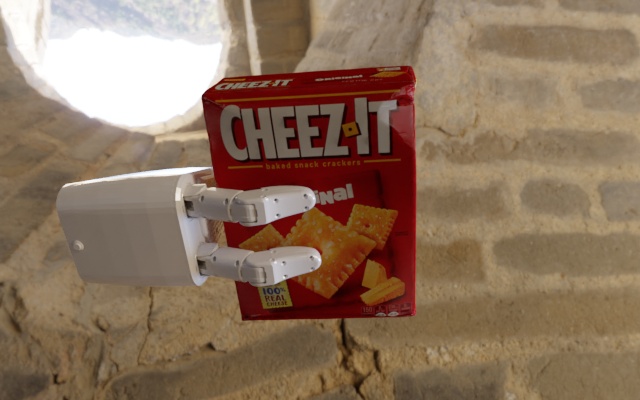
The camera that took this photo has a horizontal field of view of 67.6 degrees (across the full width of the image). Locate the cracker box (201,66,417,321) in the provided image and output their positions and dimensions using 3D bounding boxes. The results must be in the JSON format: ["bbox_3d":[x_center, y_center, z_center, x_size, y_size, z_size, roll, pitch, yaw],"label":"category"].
[{"bbox_3d":[0.000,0.001,0.416,0.164,0.214,0.072,-2,25,6],"label":"cracker box"}]
